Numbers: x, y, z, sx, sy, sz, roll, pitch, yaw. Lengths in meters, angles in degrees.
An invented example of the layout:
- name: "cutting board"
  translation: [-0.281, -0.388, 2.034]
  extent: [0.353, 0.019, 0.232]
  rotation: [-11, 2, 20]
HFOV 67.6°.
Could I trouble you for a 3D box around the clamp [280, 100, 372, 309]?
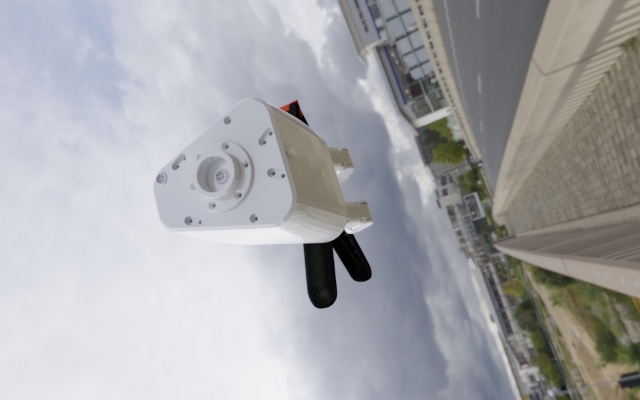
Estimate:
- name: "clamp"
  translation: [-0.001, 0.001, 0.492]
  extent: [0.036, 0.210, 0.164]
  rotation: [-20, -14, 15]
